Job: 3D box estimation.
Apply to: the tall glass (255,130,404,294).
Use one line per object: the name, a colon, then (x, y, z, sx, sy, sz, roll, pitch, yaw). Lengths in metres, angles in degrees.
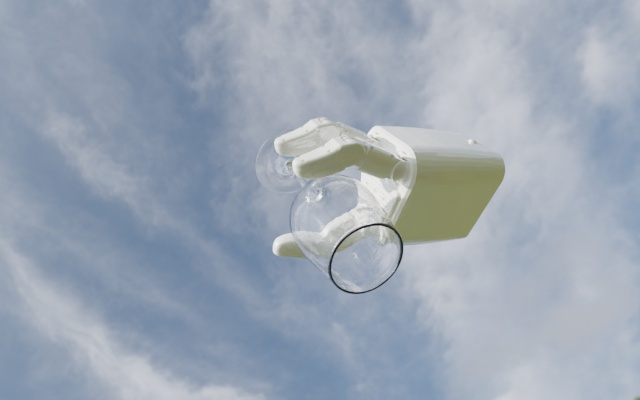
tall glass: (0.000, 0.001, 0.437, 0.079, 0.079, 0.201, 0, 26, -23)
